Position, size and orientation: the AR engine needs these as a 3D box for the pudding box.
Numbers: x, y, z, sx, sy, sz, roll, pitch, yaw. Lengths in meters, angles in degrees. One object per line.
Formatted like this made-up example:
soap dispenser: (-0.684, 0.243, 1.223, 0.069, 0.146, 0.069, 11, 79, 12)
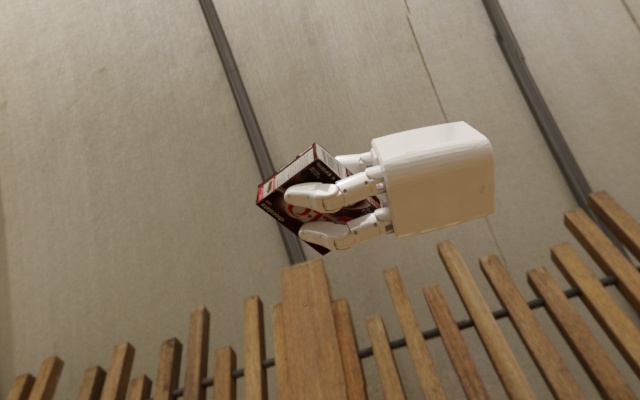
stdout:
pudding box: (0.000, 0.002, 0.524, 0.090, 0.039, 0.113, -35, -59, 23)
